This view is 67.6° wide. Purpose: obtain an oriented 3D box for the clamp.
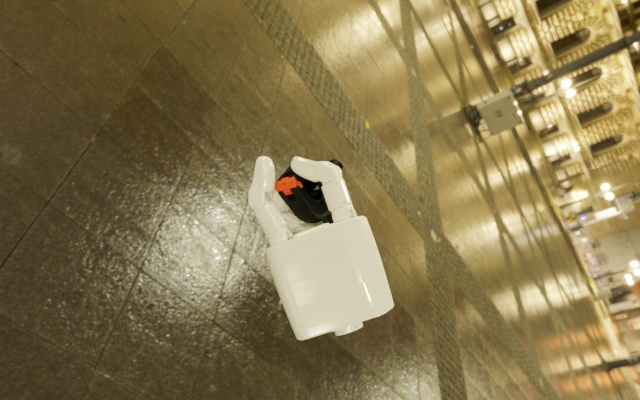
[{"bbox_3d":[0.001,0.002,0.613,0.039,0.120,0.171,-22,-8,26],"label":"clamp"}]
